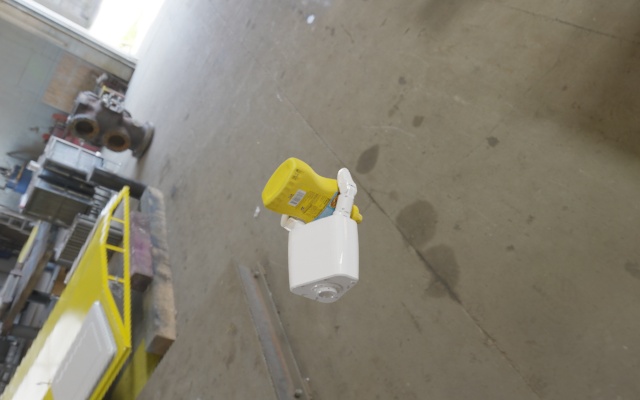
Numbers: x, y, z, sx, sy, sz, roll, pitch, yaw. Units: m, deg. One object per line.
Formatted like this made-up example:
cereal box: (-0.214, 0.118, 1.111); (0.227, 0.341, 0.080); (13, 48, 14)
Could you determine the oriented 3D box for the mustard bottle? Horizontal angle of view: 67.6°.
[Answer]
mustard bottle: (0.000, 0.002, 0.836); (0.192, 0.096, 0.058); (25, 24, -33)
